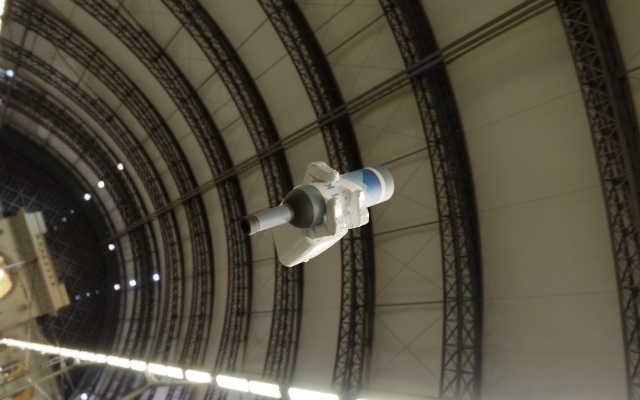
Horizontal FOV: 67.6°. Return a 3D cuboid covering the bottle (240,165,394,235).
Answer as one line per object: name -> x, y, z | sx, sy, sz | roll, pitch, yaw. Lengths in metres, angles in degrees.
bottle -> 0.000, 0.002, 0.773 | 0.295, 0.069, 0.069 | -18, 11, -40
